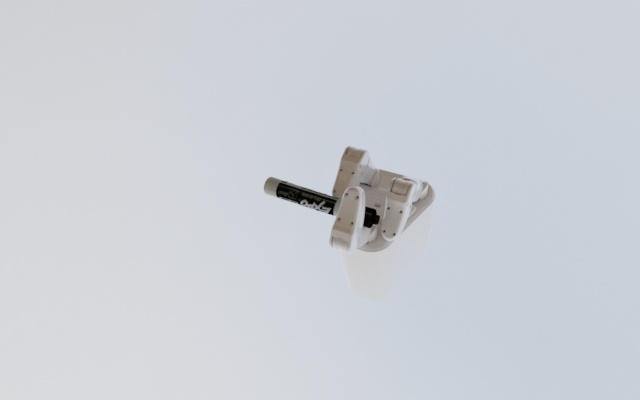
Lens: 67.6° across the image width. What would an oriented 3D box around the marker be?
[{"bbox_3d":[0.000,0.001,0.460,0.121,0.020,0.020,18,7,23],"label":"marker"}]
